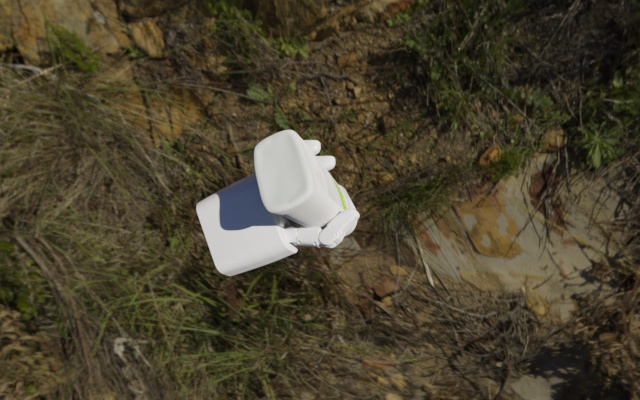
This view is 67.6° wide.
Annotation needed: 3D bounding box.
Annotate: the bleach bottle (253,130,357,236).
[{"bbox_3d":[0.000,0.002,0.646,0.068,0.102,0.251,-23,-25,14],"label":"bleach bottle"}]
